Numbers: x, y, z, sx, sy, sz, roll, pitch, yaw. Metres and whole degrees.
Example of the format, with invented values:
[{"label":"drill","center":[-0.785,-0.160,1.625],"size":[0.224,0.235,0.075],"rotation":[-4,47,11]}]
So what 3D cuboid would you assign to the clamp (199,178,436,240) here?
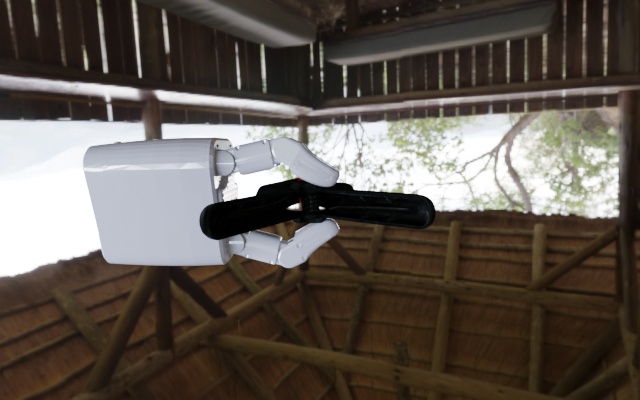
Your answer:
[{"label":"clamp","center":[0.000,0.002,0.417],"size":[0.164,0.036,0.210],"rotation":[-1,7,0]}]
